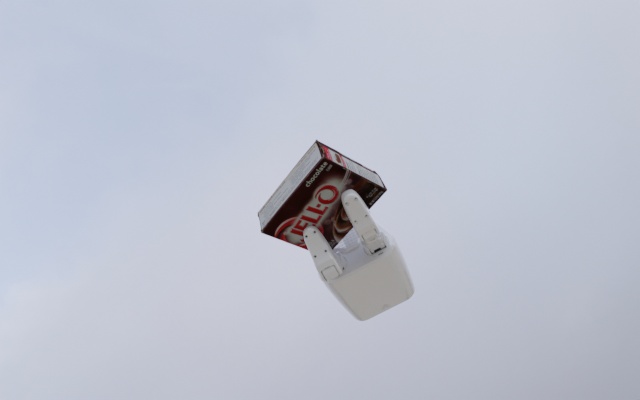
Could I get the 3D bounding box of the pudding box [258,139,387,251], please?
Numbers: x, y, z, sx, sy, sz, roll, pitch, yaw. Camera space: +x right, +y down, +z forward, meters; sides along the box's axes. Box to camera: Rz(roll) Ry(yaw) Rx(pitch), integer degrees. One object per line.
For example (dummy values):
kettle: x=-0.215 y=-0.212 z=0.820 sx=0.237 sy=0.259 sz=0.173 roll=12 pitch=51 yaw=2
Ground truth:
pudding box: x=0.000 y=0.002 z=0.512 sx=0.090 sy=0.113 sz=0.039 roll=24 pitch=27 yaw=-33
